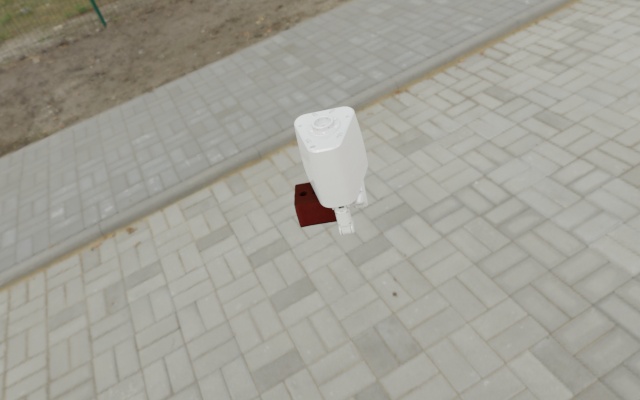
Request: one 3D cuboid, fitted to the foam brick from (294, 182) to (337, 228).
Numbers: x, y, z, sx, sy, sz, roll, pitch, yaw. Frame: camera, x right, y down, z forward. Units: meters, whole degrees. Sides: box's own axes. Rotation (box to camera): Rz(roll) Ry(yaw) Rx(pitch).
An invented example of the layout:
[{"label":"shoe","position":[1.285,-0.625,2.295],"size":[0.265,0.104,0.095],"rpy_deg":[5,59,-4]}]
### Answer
[{"label":"foam brick","position":[0.000,0.003,0.766],"size":[0.078,0.051,0.053],"rpy_deg":[-10,41,8]}]
